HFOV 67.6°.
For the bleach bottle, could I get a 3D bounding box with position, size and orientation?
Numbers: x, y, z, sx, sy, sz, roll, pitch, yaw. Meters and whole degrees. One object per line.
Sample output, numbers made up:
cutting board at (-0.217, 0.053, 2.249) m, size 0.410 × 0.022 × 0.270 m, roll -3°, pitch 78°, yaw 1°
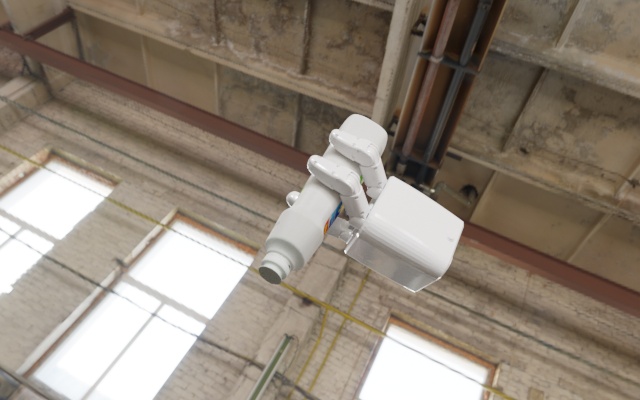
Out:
bleach bottle at (0.000, 0.002, 0.578) m, size 0.068 × 0.250 × 0.103 m, roll 31°, pitch -39°, yaw 4°
